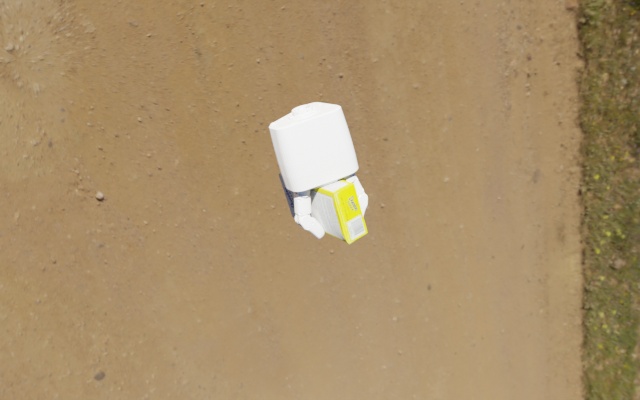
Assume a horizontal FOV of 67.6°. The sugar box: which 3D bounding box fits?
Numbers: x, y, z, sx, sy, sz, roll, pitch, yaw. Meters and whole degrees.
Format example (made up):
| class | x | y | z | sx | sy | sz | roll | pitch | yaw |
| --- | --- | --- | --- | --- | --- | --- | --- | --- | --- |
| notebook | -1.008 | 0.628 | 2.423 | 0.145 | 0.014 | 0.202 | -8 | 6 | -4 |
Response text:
| class | x | y | z | sx | sy | sz | roll | pitch | yaw |
| --- | --- | --- | --- | --- | --- | --- | --- | --- | --- |
| sugar box | 0.001 | 0.002 | 0.797 | 0.048 | 0.093 | 0.176 | -27 | 27 | -23 |
